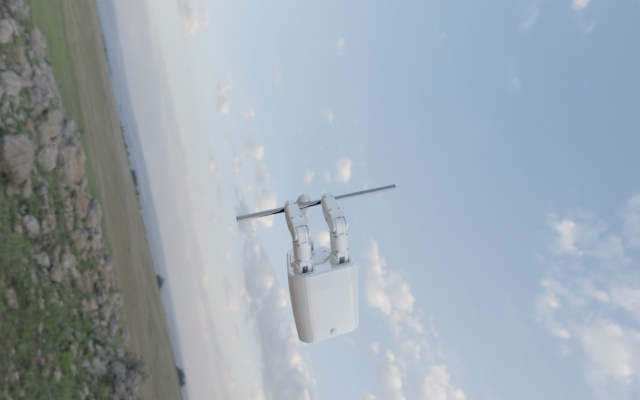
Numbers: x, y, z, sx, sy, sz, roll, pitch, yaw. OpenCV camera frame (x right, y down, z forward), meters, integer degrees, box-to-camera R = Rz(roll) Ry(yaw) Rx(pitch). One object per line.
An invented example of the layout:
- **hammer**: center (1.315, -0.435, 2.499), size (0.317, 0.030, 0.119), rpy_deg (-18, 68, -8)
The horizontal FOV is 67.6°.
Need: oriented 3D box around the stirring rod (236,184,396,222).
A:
- **stirring rod**: center (0.000, 0.002, 0.674), size (0.239, 0.011, 0.011), rpy_deg (-12, 4, -19)
